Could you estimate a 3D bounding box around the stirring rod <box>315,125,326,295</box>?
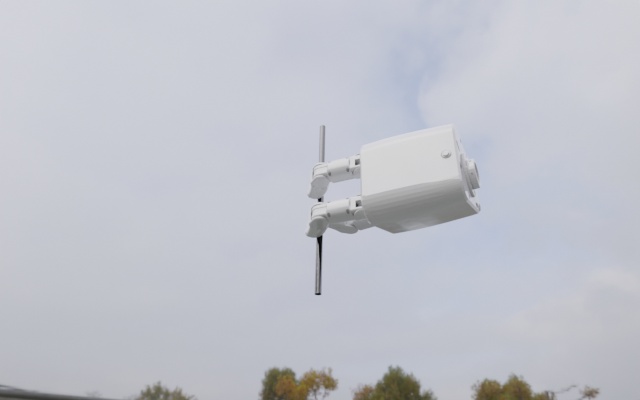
[{"bbox_3d":[0.000,0.002,0.598,0.011,0.239,0.011,1,-30,1],"label":"stirring rod"}]
